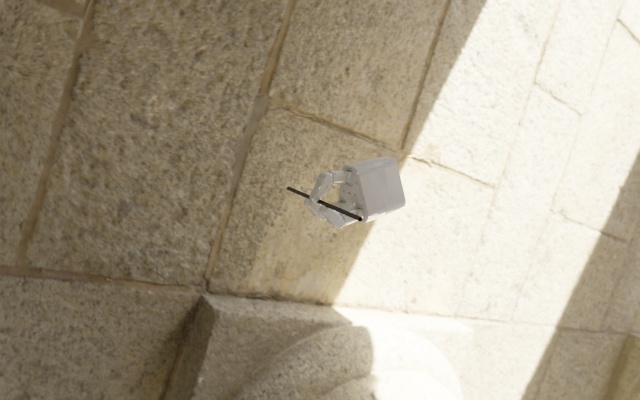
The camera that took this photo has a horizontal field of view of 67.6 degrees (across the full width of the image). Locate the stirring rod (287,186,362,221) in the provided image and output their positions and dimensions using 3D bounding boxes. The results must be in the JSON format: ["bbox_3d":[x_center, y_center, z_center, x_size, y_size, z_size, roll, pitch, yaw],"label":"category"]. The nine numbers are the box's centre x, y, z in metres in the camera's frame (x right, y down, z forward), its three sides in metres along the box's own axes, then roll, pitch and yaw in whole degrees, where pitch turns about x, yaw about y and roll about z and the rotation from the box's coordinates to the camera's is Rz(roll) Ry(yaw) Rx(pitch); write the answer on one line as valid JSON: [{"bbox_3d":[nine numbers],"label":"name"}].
[{"bbox_3d":[0.000,0.003,0.888,0.011,0.011,0.239,0,14,-35],"label":"stirring rod"}]
